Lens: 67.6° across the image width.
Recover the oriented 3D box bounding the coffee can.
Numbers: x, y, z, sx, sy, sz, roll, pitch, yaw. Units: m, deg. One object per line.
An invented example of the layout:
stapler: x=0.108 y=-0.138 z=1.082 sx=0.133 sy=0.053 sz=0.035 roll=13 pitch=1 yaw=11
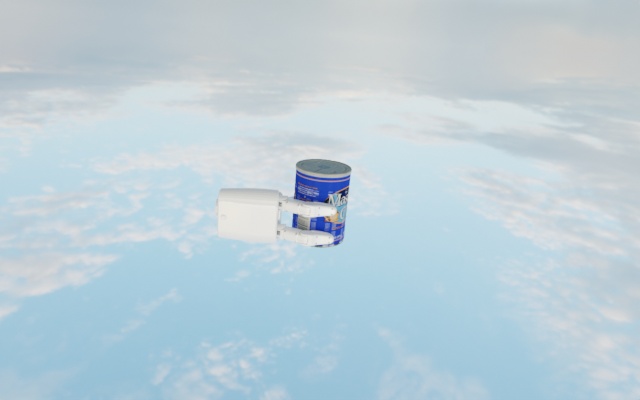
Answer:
coffee can: x=0.000 y=0.003 z=0.890 sx=0.103 sy=0.140 sz=0.102 roll=5 pitch=19 yaw=-2
